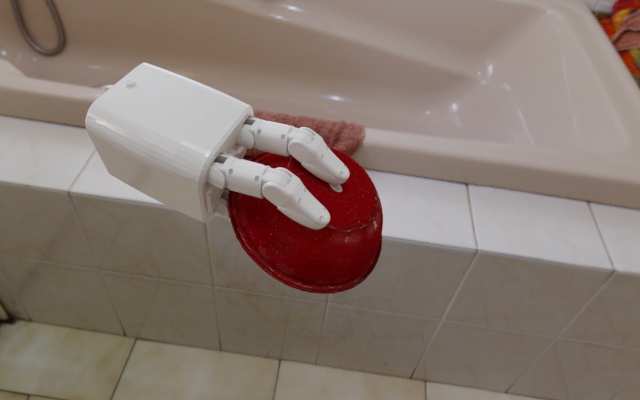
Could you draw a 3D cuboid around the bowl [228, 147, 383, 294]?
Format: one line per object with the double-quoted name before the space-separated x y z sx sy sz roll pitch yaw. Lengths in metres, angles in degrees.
"bowl" 0.001 0.002 0.443 0.162 0.162 0.055 0 -32 -31
